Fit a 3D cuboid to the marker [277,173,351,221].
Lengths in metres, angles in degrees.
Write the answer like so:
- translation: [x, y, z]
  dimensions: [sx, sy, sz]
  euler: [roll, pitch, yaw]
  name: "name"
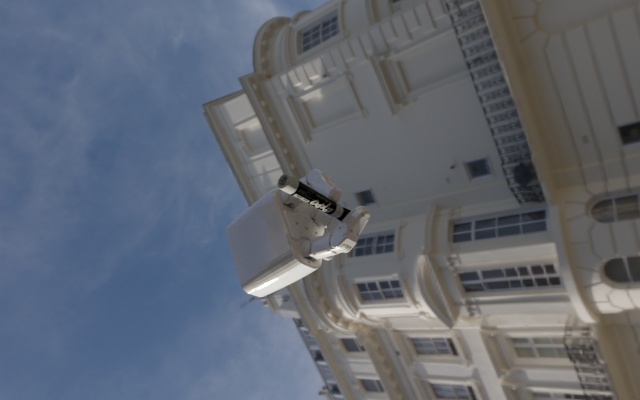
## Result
- translation: [0.000, 0.002, 0.550]
  dimensions: [0.020, 0.020, 0.121]
  euler: [0, -22, 46]
  name: "marker"
